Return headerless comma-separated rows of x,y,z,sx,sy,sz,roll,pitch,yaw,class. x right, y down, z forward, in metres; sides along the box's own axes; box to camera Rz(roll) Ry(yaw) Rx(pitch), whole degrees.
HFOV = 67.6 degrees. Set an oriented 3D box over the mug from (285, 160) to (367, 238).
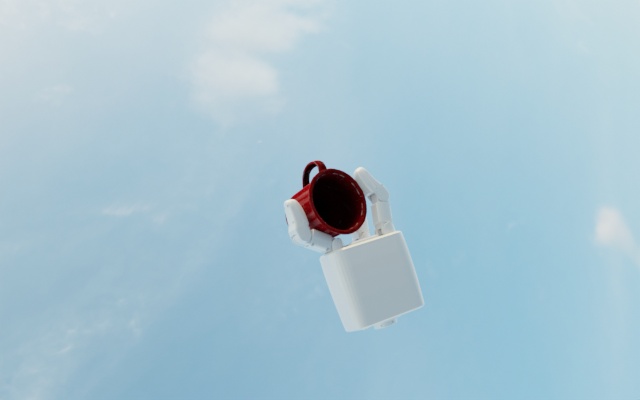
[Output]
0.000,0.001,0.667,0.093,0.117,0.081,-9,-14,-36,mug
